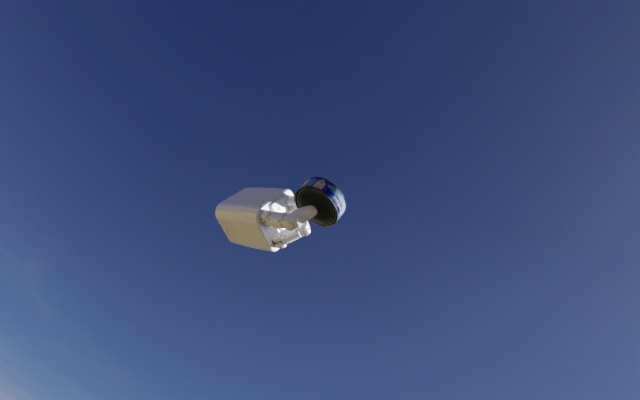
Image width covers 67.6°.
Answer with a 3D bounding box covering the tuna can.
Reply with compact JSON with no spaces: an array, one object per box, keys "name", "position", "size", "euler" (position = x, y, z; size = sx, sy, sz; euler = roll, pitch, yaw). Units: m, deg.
[{"name":"tuna can","position":[0.000,0.002,0.815],"size":[0.086,0.086,0.033],"euler":[0,37,40]}]
